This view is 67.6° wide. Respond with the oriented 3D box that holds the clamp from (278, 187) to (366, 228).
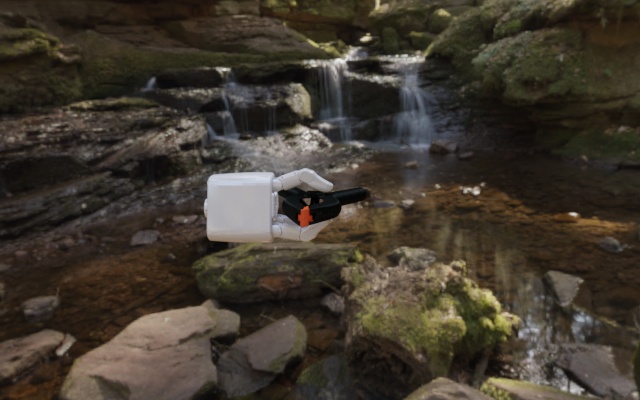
[{"bbox_3d":[0.000,0.002,0.792,0.164,0.036,0.210,1,13,0],"label":"clamp"}]
